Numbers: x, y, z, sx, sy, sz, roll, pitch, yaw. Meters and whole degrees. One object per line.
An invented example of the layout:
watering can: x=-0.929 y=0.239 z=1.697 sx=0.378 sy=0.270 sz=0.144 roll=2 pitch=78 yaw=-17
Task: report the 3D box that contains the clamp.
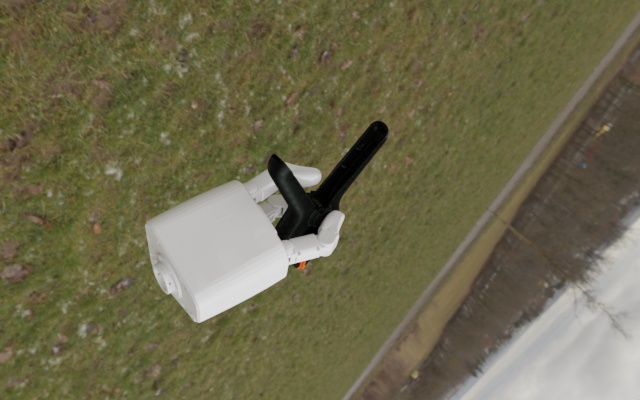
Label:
clamp: x=0.000 y=0.003 z=0.559 sx=0.164 sy=0.210 sz=0.036 roll=-27 pitch=58 yaw=-32
